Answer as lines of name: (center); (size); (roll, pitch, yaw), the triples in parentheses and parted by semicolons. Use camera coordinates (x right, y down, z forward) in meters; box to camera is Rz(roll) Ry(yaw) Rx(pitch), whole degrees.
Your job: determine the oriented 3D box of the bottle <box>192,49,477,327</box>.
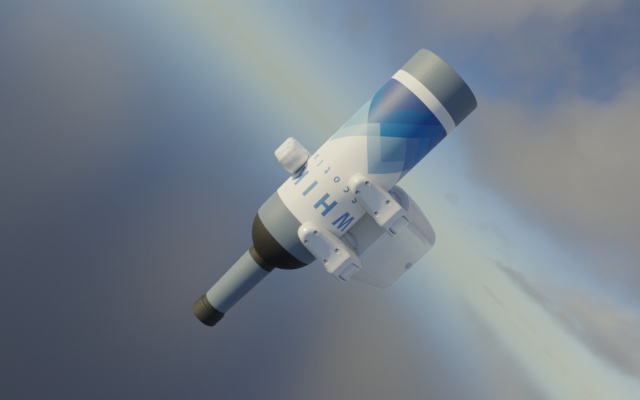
bottle: (0.000, 0.001, 0.410); (0.296, 0.069, 0.069); (-44, -7, 7)
